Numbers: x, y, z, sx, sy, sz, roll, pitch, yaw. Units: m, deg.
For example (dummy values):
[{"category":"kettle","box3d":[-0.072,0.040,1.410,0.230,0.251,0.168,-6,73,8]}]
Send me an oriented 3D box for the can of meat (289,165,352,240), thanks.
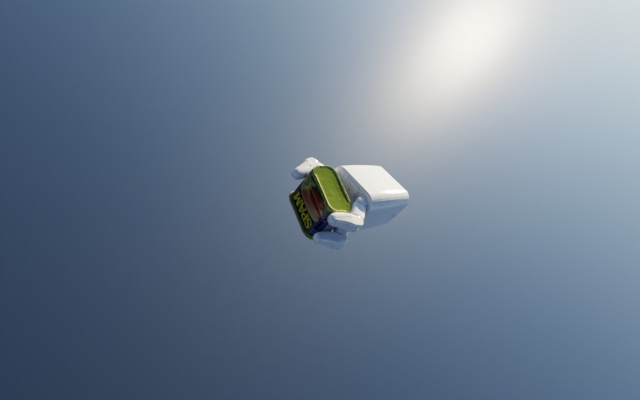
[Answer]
[{"category":"can of meat","box3d":[0.000,0.002,0.815,0.057,0.102,0.084,-2,-33,-38]}]
